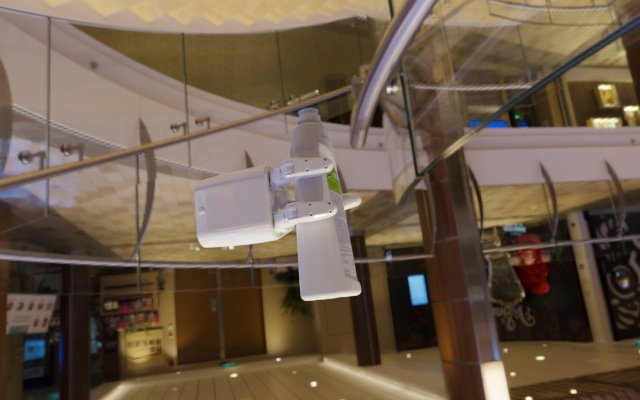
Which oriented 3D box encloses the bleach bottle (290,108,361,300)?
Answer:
[{"bbox_3d":[0.000,0.002,0.634,0.068,0.250,0.102,-10,-13,14],"label":"bleach bottle"}]
